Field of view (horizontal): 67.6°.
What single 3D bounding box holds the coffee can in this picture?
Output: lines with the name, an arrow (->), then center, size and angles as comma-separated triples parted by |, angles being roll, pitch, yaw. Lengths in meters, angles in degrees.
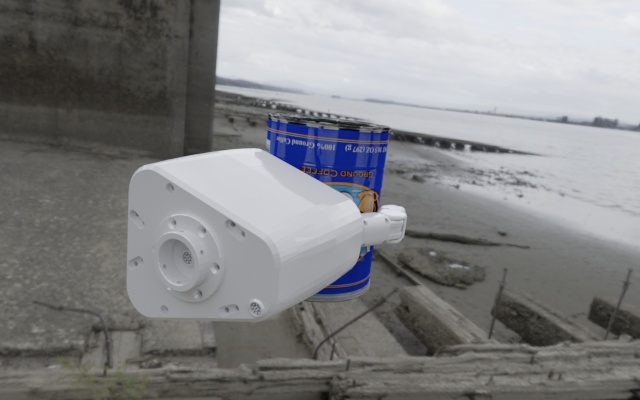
coffee can -> 0.000, 0.001, 0.409 | 0.103, 0.140, 0.102 | 6, 12, -1
